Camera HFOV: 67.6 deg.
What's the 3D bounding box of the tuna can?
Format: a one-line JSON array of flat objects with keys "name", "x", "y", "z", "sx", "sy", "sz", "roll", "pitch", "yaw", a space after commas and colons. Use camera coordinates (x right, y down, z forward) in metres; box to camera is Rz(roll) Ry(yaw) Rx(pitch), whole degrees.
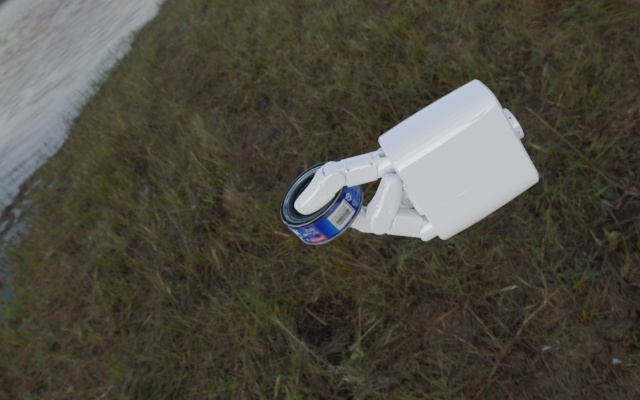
[{"name": "tuna can", "x": 0.000, "y": 0.001, "z": 0.498, "sx": 0.086, "sy": 0.086, "sz": 0.034, "roll": 0, "pitch": -35, "yaw": 45}]
